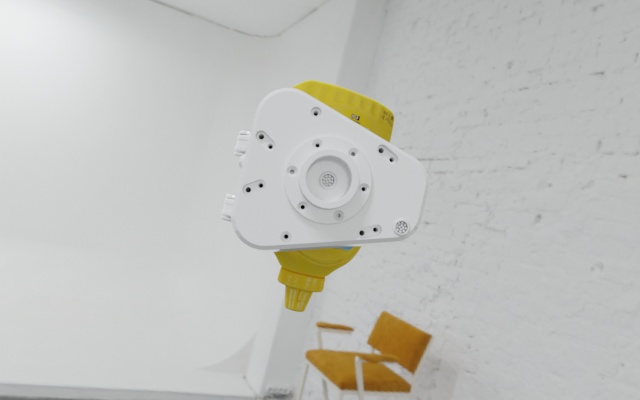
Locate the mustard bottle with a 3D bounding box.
[{"bbox_3d":[0.000,0.001,0.417,0.096,0.191,0.058,15,-4,-28],"label":"mustard bottle"}]
